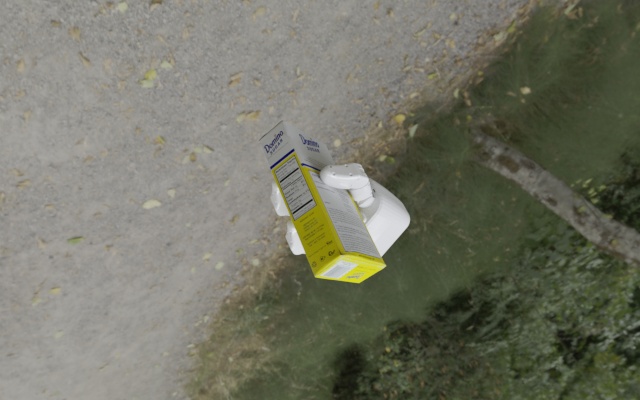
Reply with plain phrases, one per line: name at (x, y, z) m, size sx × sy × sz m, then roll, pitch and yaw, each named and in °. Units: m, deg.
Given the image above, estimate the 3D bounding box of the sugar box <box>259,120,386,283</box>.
sugar box at (0.000, 0.002, 0.528) m, size 0.048 × 0.176 × 0.093 m, roll -38°, pitch -30°, yaw 20°
